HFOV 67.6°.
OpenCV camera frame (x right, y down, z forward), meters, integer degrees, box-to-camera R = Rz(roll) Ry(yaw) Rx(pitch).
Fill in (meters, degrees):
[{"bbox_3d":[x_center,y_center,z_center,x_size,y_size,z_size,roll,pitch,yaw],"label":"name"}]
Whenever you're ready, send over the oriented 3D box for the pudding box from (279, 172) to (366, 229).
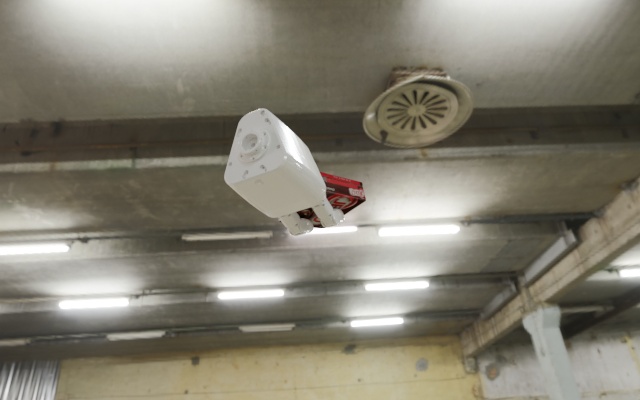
[{"bbox_3d":[0.000,0.002,0.737,0.090,0.039,0.113,12,-31,-35],"label":"pudding box"}]
